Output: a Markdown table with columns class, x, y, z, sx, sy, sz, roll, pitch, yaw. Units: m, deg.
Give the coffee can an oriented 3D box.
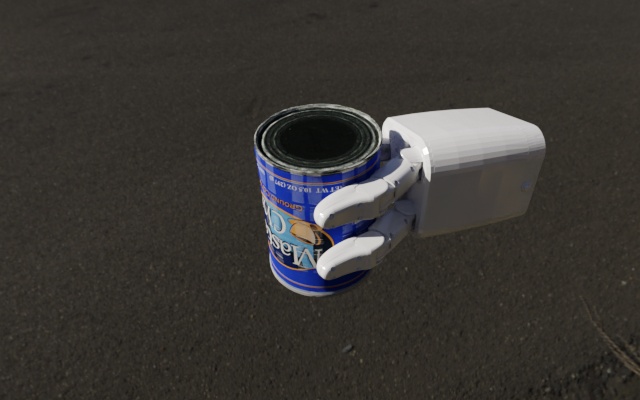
| class | x | y | z | sx | sy | sz | roll | pitch | yaw |
| --- | --- | --- | --- | --- | --- | --- | --- | --- | --- |
| coffee can | 0.000 | 0.001 | 0.423 | 0.103 | 0.140 | 0.102 | -1 | 40 | 1 |
